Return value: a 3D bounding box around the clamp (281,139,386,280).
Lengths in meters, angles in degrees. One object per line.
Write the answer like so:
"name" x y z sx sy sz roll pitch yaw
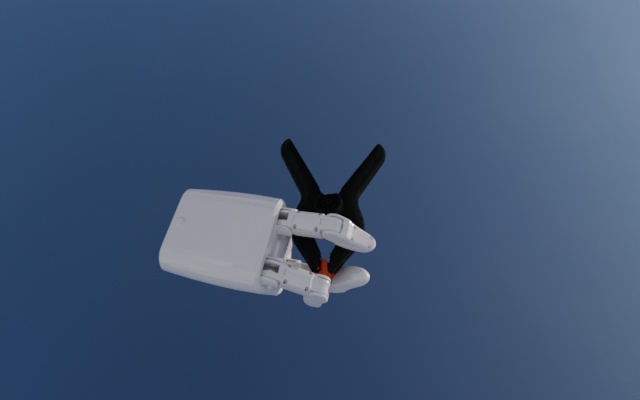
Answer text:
"clamp" 0.000 0.002 0.525 0.120 0.171 0.039 9 -28 11
